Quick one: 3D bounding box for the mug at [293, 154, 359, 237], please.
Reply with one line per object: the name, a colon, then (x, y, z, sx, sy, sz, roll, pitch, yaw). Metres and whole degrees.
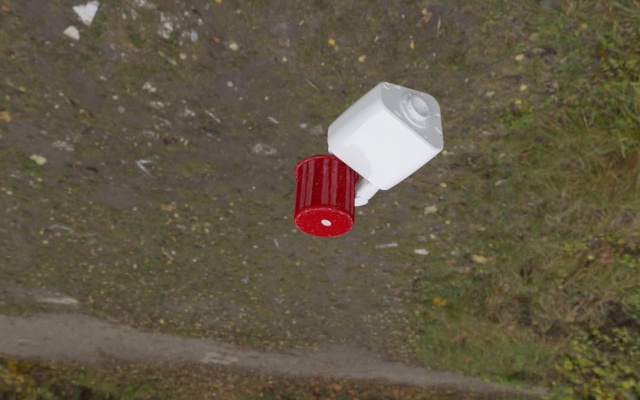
mug: (-0.001, 0.003, 0.661, 0.093, 0.081, 0.117, 20, -36, -25)
